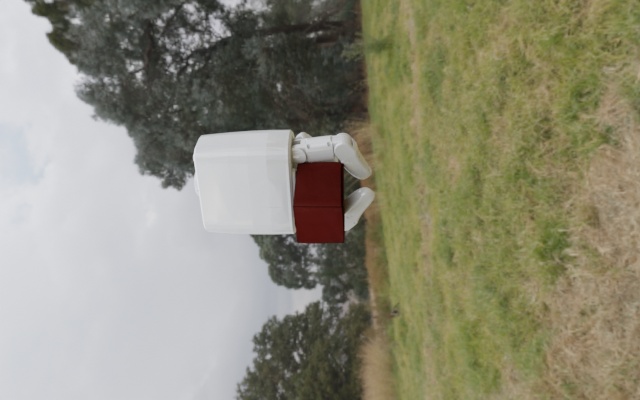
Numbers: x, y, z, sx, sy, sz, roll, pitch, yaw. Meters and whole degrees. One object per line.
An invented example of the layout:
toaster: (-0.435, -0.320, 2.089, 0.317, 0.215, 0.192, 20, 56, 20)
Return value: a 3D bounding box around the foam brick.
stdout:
foam brick: (0.000, 0.002, 0.510, 0.051, 0.053, 0.078, -1, 40, 3)
